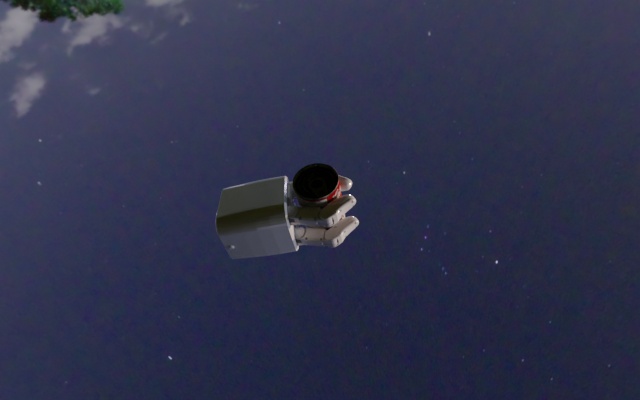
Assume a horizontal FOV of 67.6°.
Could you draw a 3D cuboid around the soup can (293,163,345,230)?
[{"bbox_3d":[0.001,0.002,0.727,0.068,0.068,0.102,0,-38,11],"label":"soup can"}]
